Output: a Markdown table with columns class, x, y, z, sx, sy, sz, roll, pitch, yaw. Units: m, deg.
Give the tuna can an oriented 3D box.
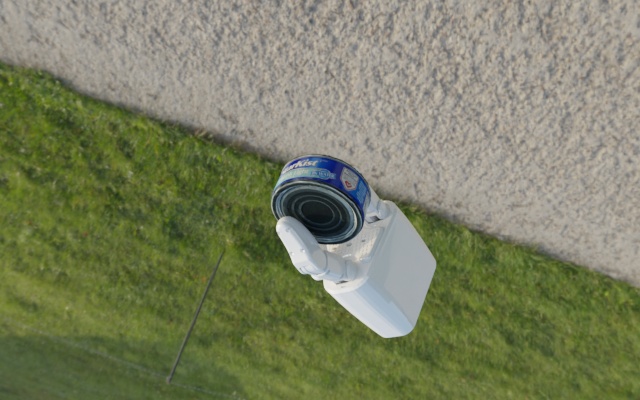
| class | x | y | z | sx | sy | sz | roll | pitch | yaw |
| --- | --- | --- | --- | --- | --- | --- | --- | --- | --- |
| tuna can | 0.000 | 0.002 | 0.426 | 0.086 | 0.033 | 0.086 | 11 | -41 | 10 |
